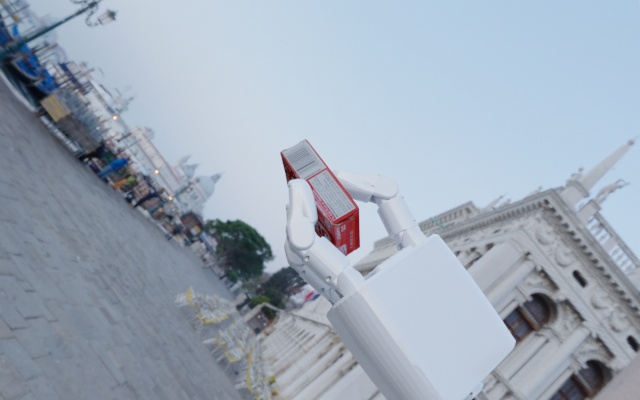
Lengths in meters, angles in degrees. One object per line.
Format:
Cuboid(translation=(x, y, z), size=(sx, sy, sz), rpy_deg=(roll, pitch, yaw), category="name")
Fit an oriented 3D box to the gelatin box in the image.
Cuboid(translation=(0.000, 0.001, 0.425), size=(0.030, 0.089, 0.073), rpy_deg=(-29, -27, -12), category="gelatin box")
